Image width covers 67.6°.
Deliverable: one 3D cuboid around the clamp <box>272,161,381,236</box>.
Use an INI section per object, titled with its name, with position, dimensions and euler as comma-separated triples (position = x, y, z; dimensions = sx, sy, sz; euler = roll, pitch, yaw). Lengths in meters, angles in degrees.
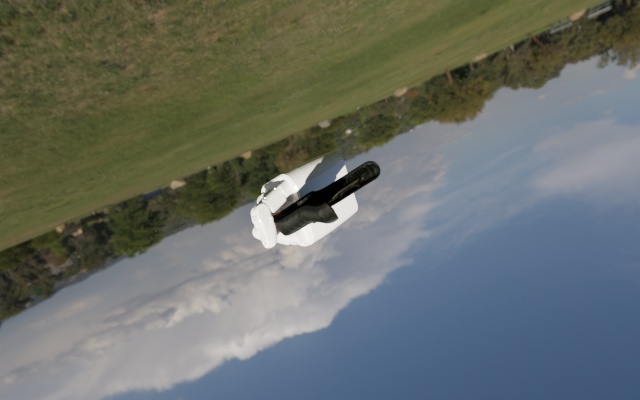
[clamp]
position = 0.000, 0.003, 0.616
dimensions = 0.120, 0.039, 0.171
euler = -34, 10, -35
